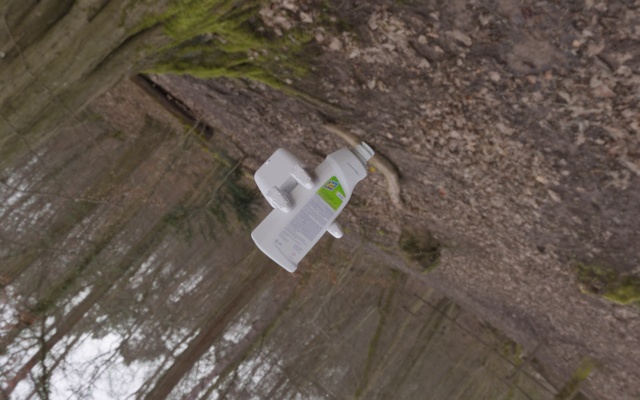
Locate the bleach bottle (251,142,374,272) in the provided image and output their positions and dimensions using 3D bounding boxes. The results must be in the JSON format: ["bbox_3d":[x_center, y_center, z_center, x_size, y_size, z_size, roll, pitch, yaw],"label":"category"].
[{"bbox_3d":[0.000,0.003,0.831,0.103,0.251,0.068,44,1,-37],"label":"bleach bottle"}]
